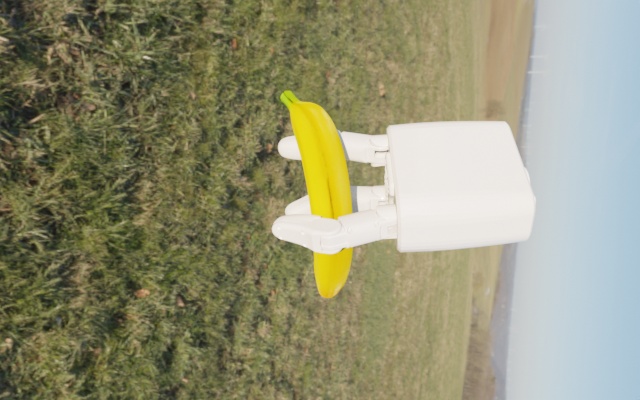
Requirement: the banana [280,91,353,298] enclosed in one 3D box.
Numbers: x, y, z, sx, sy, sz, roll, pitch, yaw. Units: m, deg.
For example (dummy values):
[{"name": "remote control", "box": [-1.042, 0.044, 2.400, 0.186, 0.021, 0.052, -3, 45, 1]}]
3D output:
[{"name": "banana", "box": [0.004, 0.001, 0.417, 0.037, 0.198, 0.069, -12, 12, -13]}]
